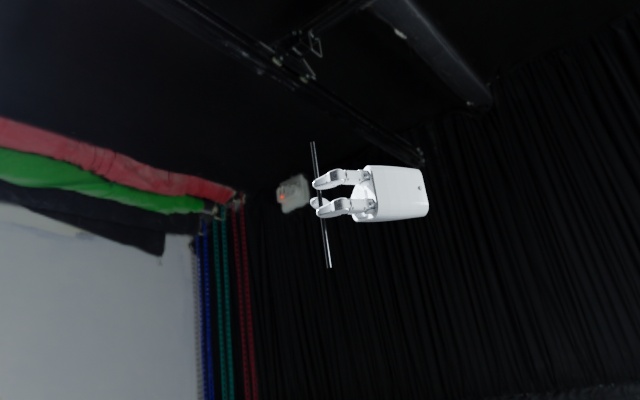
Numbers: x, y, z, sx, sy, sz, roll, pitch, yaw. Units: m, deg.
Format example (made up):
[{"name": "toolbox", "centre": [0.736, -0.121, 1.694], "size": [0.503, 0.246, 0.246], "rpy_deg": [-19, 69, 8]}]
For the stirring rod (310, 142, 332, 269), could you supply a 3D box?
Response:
[{"name": "stirring rod", "centre": [0.000, 0.003, 0.847], "size": [0.011, 0.239, 0.011], "rpy_deg": [-7, -22, -3]}]
